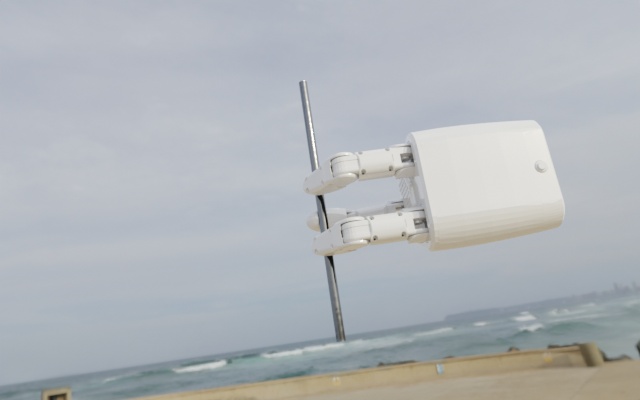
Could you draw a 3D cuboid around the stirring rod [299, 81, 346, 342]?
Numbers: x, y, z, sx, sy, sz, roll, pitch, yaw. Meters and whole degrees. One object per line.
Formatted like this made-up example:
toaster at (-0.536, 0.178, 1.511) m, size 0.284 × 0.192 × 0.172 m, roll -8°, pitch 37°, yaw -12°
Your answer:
stirring rod at (0.000, 0.001, 0.425) m, size 0.011 × 0.239 × 0.011 m, roll -8°, pitch -16°, yaw -2°
